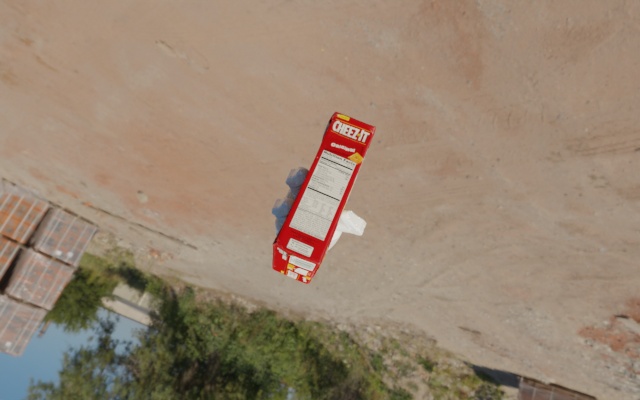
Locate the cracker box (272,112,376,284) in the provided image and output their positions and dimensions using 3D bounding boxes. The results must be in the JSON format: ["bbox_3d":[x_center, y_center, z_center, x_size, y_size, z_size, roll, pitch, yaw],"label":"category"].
[{"bbox_3d":[0.000,0.003,0.702,0.072,0.213,0.164,23,-20,2],"label":"cracker box"}]
